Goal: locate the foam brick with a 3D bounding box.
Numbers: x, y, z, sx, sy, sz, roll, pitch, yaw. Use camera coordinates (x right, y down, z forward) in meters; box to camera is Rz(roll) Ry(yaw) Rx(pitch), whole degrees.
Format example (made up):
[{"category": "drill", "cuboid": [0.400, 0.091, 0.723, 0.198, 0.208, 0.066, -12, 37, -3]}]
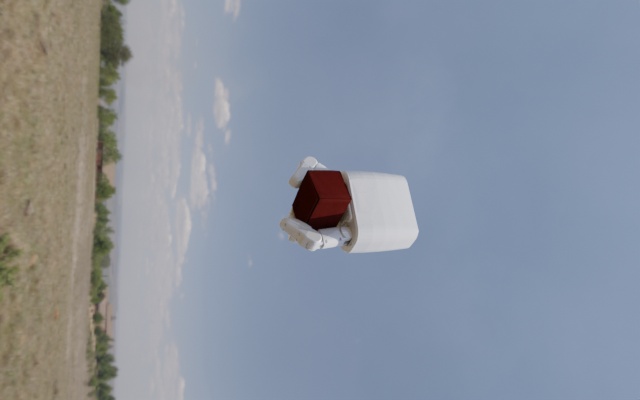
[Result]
[{"category": "foam brick", "cuboid": [0.000, 0.002, 0.656, 0.051, 0.053, 0.078, -1, -39, -25]}]
